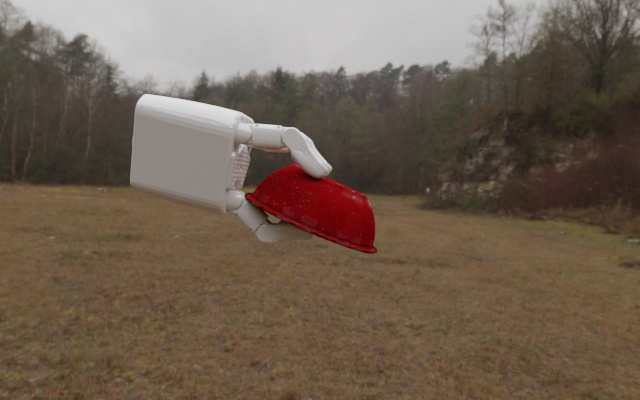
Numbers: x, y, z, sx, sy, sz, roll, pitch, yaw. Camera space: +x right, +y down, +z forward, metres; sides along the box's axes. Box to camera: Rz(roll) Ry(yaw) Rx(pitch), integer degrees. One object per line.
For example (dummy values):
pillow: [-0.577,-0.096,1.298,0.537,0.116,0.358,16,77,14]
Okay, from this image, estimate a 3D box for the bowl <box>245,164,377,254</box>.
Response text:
bowl: [0.001,0.002,0.537,0.162,0.055,0.162,24,3,-2]
